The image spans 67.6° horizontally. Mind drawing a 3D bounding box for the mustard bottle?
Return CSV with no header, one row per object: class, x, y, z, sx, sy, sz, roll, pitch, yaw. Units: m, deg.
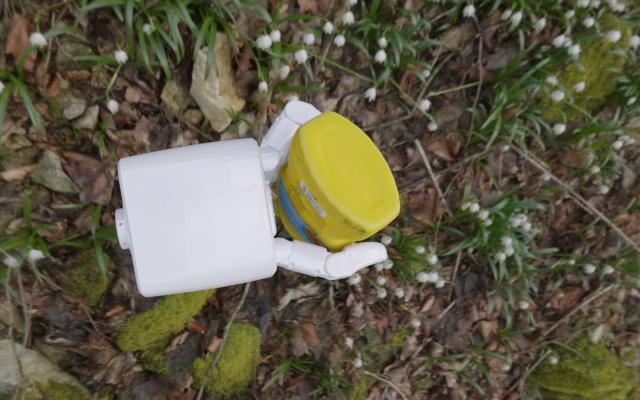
mustard bottle,0.000,0.001,0.429,0.058,0.096,0.192,-35,-5,-20
